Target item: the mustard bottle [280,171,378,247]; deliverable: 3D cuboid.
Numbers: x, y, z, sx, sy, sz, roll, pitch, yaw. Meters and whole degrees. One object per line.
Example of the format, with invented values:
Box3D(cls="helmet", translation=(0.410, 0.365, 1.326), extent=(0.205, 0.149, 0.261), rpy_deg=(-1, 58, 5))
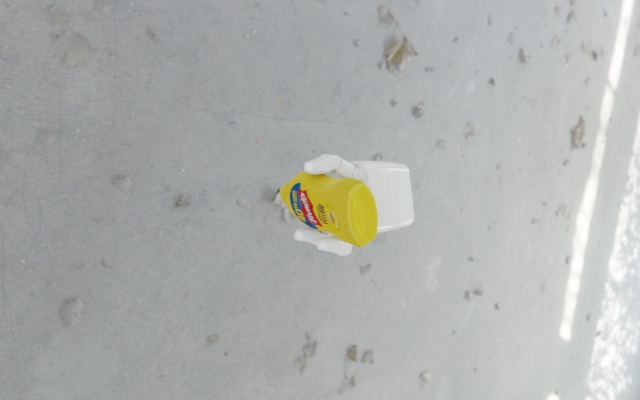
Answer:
Box3D(cls="mustard bottle", translation=(0.000, 0.003, 0.728), extent=(0.058, 0.096, 0.191), rpy_deg=(-32, 31, -30))
